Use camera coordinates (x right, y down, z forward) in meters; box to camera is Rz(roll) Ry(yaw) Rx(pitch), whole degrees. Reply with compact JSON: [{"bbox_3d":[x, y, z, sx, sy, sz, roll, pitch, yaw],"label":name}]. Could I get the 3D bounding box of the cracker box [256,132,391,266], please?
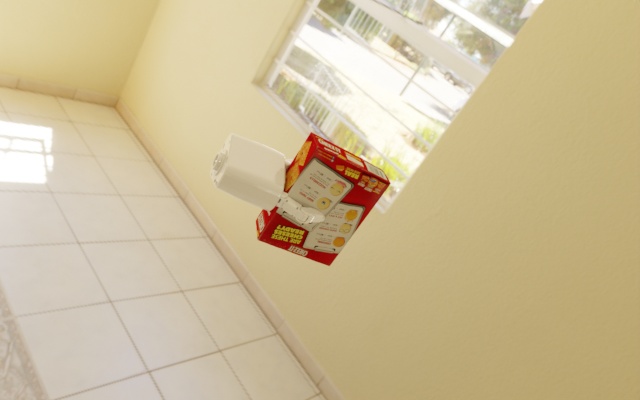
[{"bbox_3d":[0.000,0.003,0.891,0.164,0.214,0.072,24,25,-25],"label":"cracker box"}]
